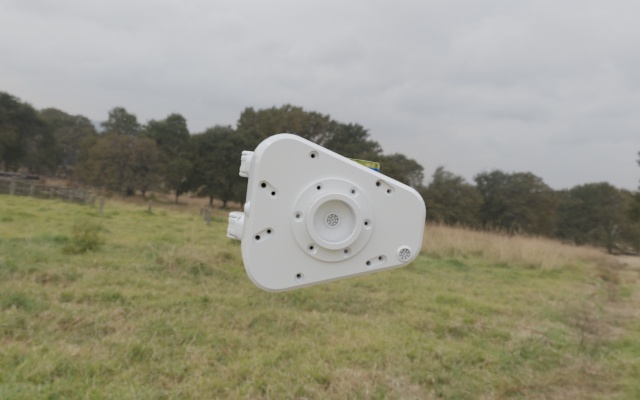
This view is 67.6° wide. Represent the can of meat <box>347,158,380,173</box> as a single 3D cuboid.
[{"bbox_3d":[0.000,0.001,0.435,0.102,0.084,0.057,7,3,-4],"label":"can of meat"}]
